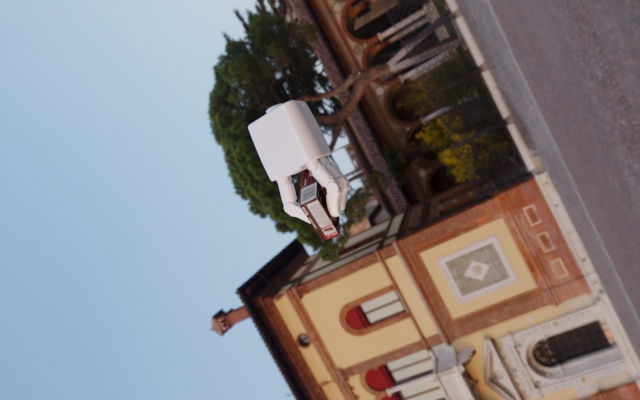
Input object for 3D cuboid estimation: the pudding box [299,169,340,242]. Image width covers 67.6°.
[{"bbox_3d":[0.000,0.003,0.839,0.039,0.090,0.113,-22,31,18],"label":"pudding box"}]
